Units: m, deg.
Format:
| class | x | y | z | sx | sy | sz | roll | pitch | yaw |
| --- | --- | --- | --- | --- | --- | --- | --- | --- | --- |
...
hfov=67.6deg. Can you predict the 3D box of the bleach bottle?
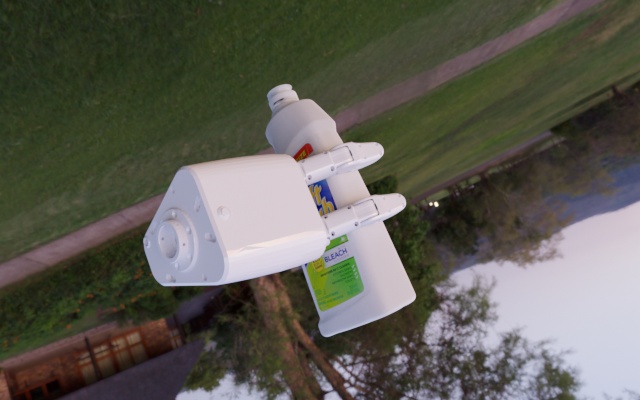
| class | x | y | z | sx | sy | sz | roll | pitch | yaw |
| --- | --- | --- | --- | --- | --- | --- | --- | --- | --- |
| bleach bottle | 0.000 | 0.002 | 0.485 | 0.068 | 0.250 | 0.102 | -11 | -17 | -48 |
